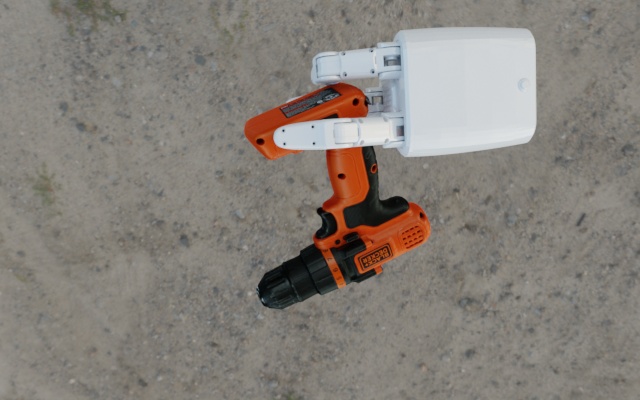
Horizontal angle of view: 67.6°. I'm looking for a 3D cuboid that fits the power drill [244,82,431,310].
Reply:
[{"bbox_3d":[0.000,0.001,0.443,0.184,0.188,0.057,-26,30,-7],"label":"power drill"}]
